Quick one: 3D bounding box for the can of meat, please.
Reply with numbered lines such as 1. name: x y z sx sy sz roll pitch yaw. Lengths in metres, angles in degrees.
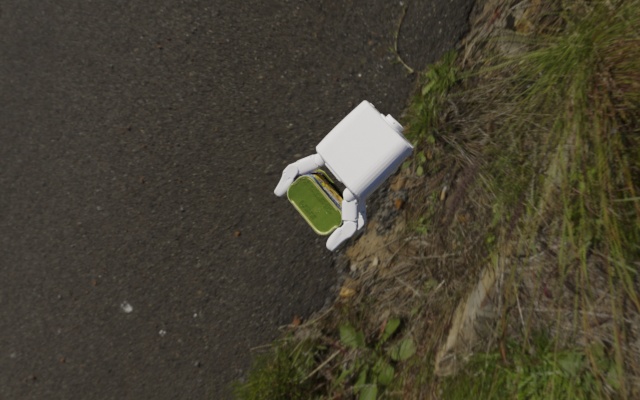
1. can of meat: 0.000 0.002 0.757 0.057 0.102 0.084 -41 -3 15
